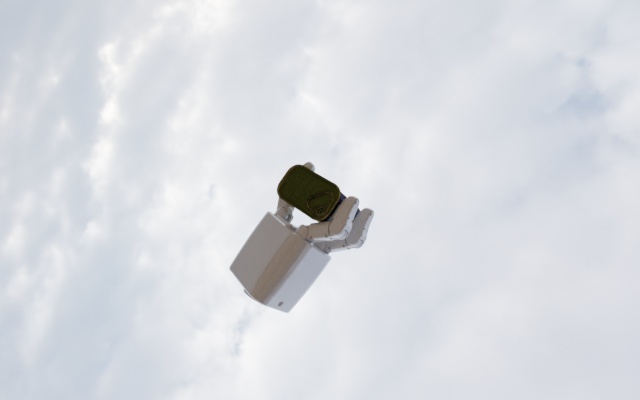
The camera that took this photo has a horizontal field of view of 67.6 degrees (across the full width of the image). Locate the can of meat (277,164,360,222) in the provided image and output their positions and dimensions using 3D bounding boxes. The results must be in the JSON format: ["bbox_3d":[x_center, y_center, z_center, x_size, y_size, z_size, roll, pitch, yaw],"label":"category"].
[{"bbox_3d":[0.000,0.002,0.692,0.102,0.057,0.084,31,-5,35],"label":"can of meat"}]
